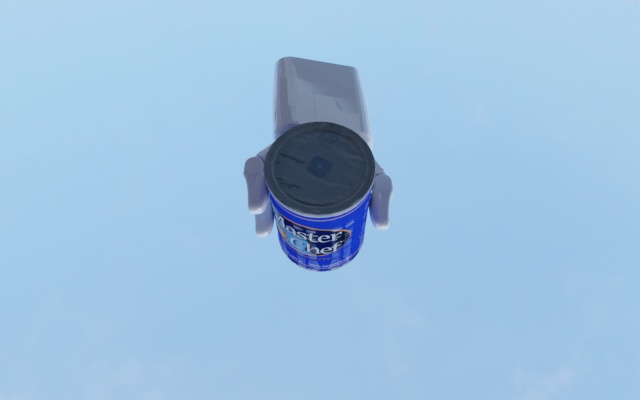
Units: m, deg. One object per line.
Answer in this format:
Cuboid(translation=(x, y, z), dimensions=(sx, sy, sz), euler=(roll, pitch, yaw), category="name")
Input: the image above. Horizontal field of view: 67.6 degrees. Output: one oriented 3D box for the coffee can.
Cuboid(translation=(0.000, 0.002, 0.497), dimensions=(0.103, 0.102, 0.140), euler=(0, -29, 1), category="coffee can")
